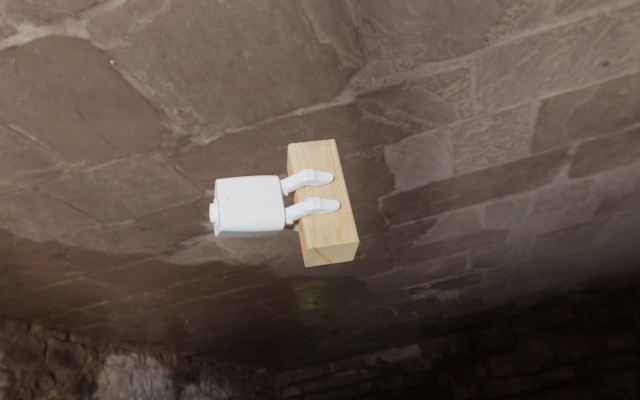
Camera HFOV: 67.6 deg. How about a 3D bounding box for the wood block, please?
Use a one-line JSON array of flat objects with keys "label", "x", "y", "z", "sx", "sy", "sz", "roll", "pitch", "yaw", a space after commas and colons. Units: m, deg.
[{"label": "wood block", "x": 0.000, "y": 0.003, "z": 0.859, "sx": 0.090, "sy": 0.206, "sz": 0.091, "roll": -7, "pitch": -27, "yaw": -9}]
